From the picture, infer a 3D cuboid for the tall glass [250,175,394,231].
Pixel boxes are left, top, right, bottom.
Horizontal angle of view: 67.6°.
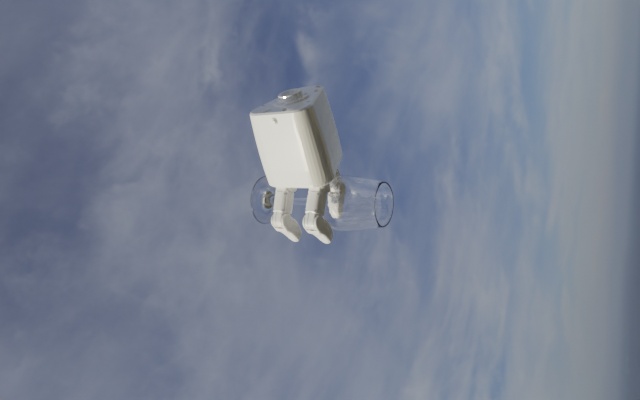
[{"bbox_3d":[0.000,0.002,0.685,0.201,0.079,0.079,2,1,31],"label":"tall glass"}]
